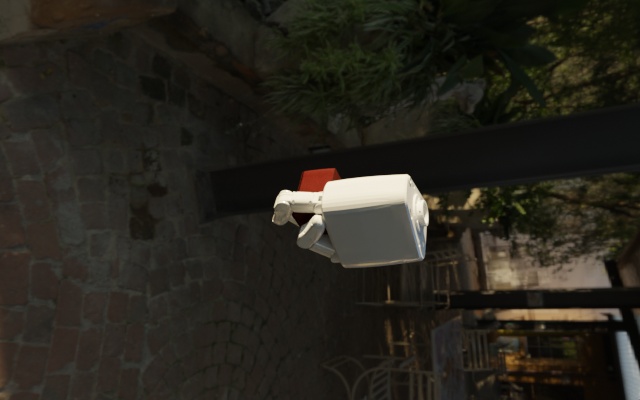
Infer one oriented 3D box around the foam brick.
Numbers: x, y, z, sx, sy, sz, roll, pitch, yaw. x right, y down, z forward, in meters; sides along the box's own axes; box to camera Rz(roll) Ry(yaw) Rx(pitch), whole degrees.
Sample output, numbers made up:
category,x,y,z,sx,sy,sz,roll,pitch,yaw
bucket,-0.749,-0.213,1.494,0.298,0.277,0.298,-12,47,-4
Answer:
category,x,y,z,sx,sy,sz,roll,pitch,yaw
foam brick,0.000,0.002,0.654,0.051,0.078,0.053,-7,-42,24
